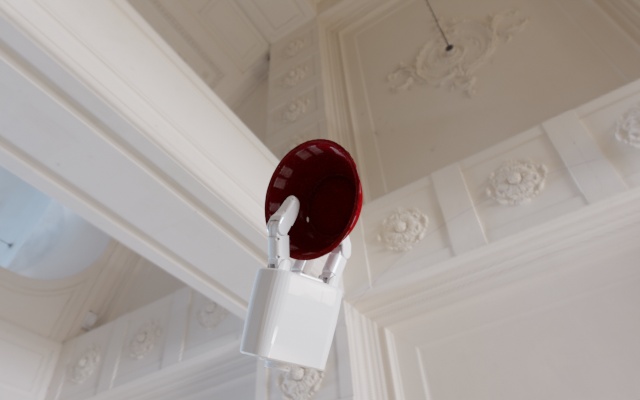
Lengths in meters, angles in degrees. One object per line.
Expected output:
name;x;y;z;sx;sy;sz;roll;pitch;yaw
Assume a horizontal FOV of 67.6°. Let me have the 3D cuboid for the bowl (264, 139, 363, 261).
bowl;0.001;0.001;0.641;0.162;0.162;0.055;0;-10;39
